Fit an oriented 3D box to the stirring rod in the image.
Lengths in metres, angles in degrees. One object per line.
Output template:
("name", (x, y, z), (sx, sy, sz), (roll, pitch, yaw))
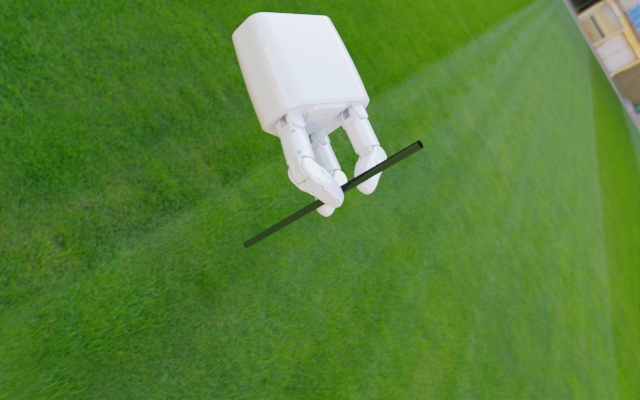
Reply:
("stirring rod", (0.000, 0.002, 0.474), (0.239, 0.011, 0.011), (-30, -19, 35))
